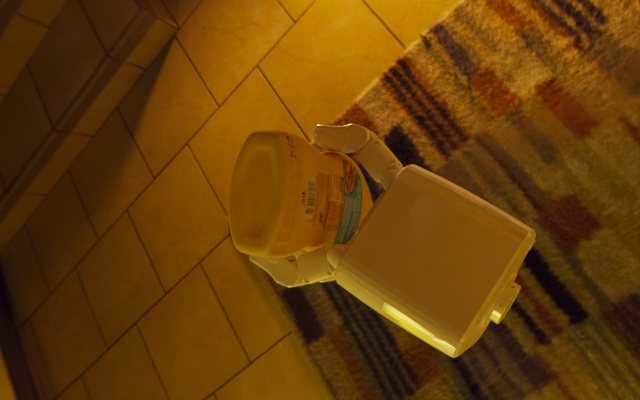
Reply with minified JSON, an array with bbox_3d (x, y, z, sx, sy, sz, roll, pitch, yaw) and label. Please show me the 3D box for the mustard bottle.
[{"bbox_3d":[0.000,0.001,0.432,0.058,0.096,0.191,4,-3,30],"label":"mustard bottle"}]
